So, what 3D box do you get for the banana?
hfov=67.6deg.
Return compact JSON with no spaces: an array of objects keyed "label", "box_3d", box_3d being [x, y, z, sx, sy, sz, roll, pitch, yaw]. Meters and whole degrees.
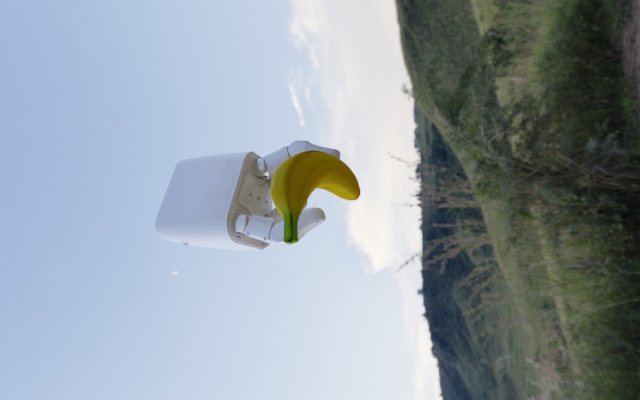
[{"label":"banana","box_3d":[-0.003,-0.016,0.471,0.037,0.069,0.197,-2,11,23]}]
